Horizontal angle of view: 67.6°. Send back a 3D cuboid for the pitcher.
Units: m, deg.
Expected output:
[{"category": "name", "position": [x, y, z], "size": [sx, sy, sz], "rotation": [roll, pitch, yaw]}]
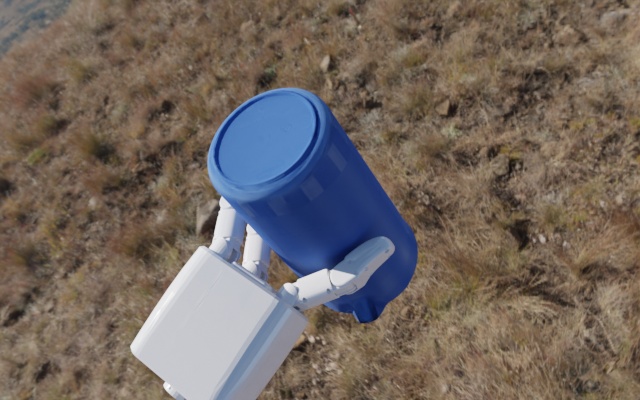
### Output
[{"category": "pitcher", "position": [0.000, 0.002, 0.461], "size": [0.149, 0.145, 0.243], "rotation": [27, -15, 35]}]
